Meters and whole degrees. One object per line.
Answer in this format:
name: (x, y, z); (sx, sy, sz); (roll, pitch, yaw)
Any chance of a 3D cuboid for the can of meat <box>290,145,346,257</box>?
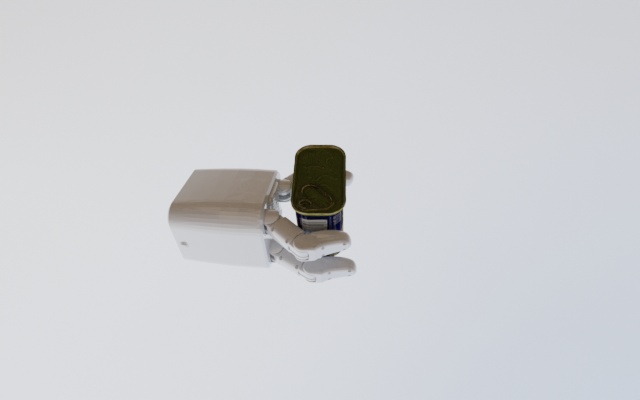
can of meat: (0.000, 0.002, 0.541); (0.057, 0.102, 0.084); (0, -41, 2)
